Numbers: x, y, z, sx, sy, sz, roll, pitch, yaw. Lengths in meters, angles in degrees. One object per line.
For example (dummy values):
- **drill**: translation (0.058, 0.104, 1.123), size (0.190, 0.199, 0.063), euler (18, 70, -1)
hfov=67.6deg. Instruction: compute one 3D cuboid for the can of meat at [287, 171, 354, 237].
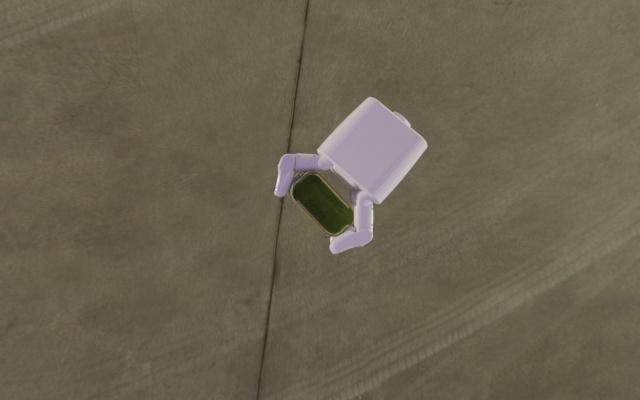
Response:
- **can of meat**: translation (0.000, 0.002, 0.687), size (0.057, 0.102, 0.084), euler (-44, 7, -1)
